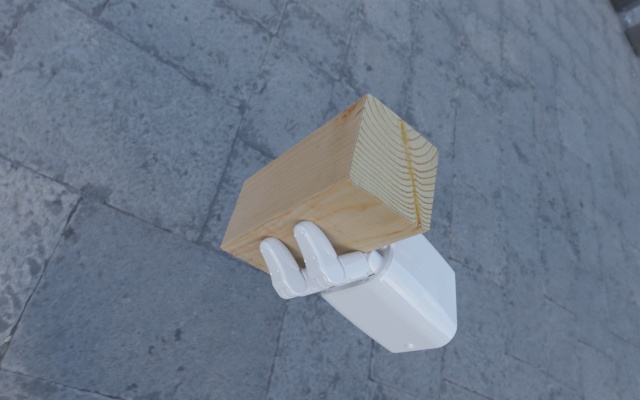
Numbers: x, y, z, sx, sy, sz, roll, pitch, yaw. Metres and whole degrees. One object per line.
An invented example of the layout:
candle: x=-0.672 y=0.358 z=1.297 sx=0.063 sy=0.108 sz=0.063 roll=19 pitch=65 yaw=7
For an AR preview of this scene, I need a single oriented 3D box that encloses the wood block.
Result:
wood block: x=0.001 y=0.001 z=0.457 sx=0.090 sy=0.090 sz=0.206 roll=33 pitch=-36 yaw=-25
